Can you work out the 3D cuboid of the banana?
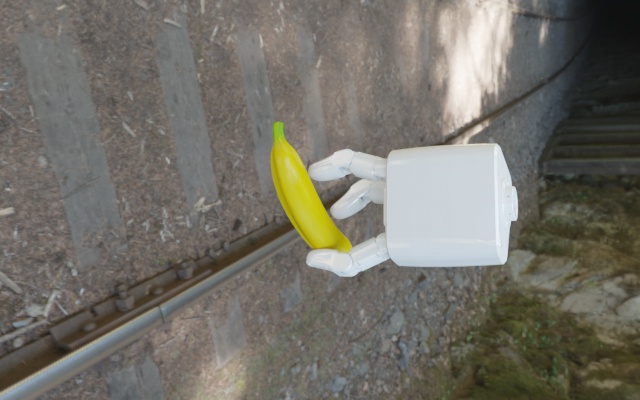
[{"bbox_3d":[-0.007,0.011,0.521,0.037,0.198,0.069,-7,38,28],"label":"banana"}]
